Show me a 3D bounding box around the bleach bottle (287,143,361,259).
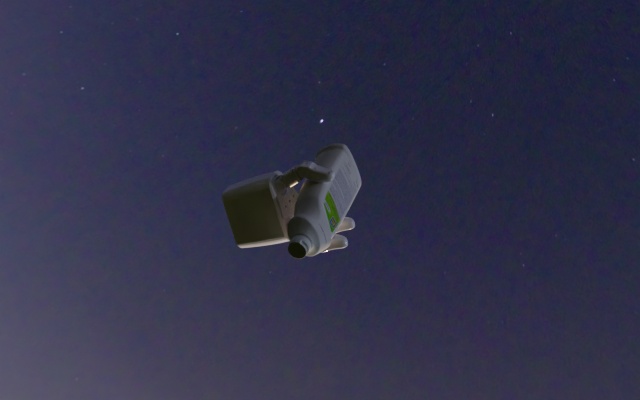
[{"bbox_3d":[0.000,0.003,0.775,0.068,0.103,0.250,-15,23,27],"label":"bleach bottle"}]
